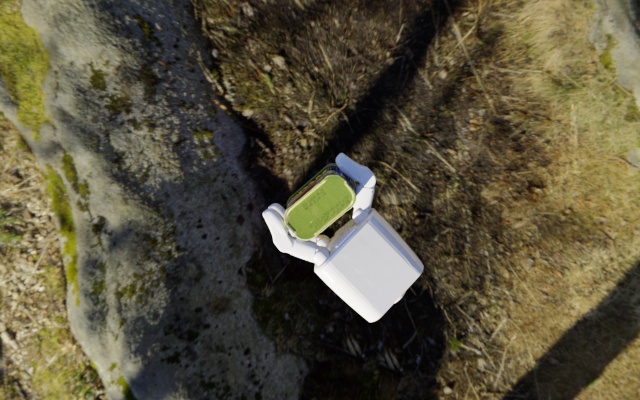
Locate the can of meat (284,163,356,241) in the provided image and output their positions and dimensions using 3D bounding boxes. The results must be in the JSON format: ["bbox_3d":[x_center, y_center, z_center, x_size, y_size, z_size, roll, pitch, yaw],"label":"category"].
[{"bbox_3d":[0.000,0.002,0.639,0.102,0.057,0.084,-40,8,8],"label":"can of meat"}]
